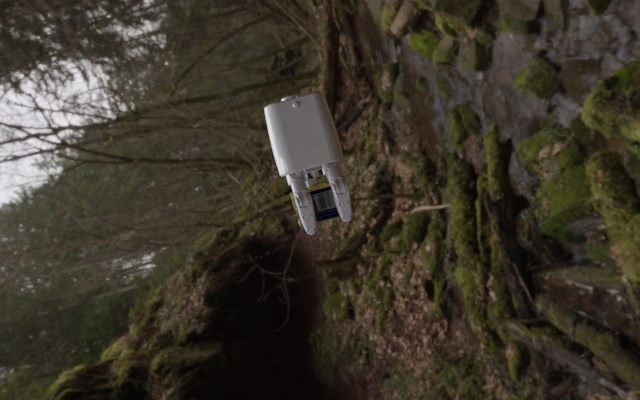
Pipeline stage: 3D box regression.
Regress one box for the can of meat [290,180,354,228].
[{"bbox_3d":[0.000,0.003,0.747,0.084,0.057,0.102,-16,5,-5],"label":"can of meat"}]
